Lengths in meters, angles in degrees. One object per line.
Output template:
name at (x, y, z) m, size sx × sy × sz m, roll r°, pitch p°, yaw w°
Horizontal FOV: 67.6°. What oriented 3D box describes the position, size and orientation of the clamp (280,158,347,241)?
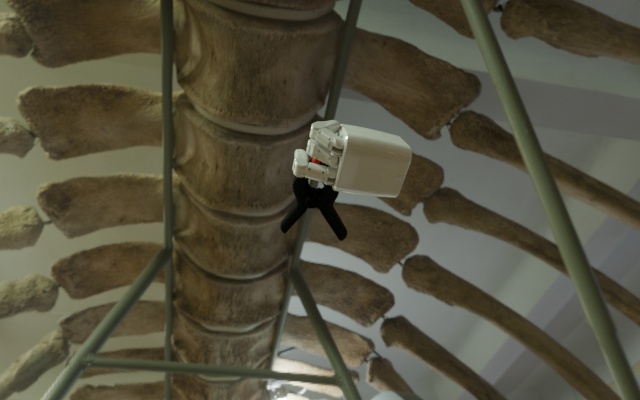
clamp at (0.000, 0.002, 0.820) m, size 0.120 × 0.172 × 0.039 m, roll 10°, pitch 40°, yaw -5°
